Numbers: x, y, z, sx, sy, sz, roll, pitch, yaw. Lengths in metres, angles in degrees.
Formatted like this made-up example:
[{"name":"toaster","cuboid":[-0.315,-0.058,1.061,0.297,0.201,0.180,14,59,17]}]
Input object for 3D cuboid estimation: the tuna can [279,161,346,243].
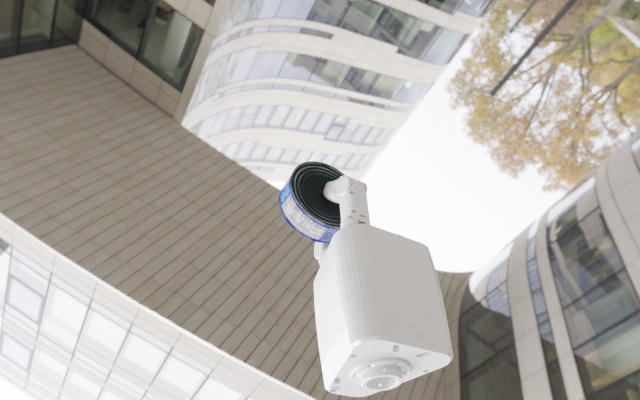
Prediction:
[{"name":"tuna can","cuboid":[0.000,0.002,0.508,0.086,0.086,0.034,0,-36,-35]}]
